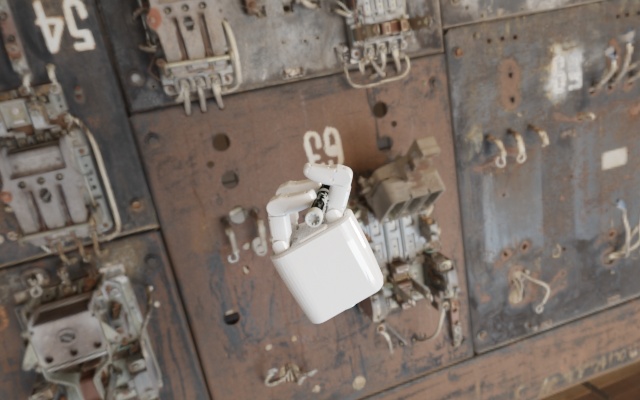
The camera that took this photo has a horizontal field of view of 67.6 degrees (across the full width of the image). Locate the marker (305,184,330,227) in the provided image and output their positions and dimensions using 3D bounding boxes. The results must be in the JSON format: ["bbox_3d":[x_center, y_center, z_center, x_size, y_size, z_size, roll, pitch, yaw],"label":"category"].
[{"bbox_3d":[0.000,0.002,0.574,0.020,0.020,0.121,0,18,8],"label":"marker"}]
